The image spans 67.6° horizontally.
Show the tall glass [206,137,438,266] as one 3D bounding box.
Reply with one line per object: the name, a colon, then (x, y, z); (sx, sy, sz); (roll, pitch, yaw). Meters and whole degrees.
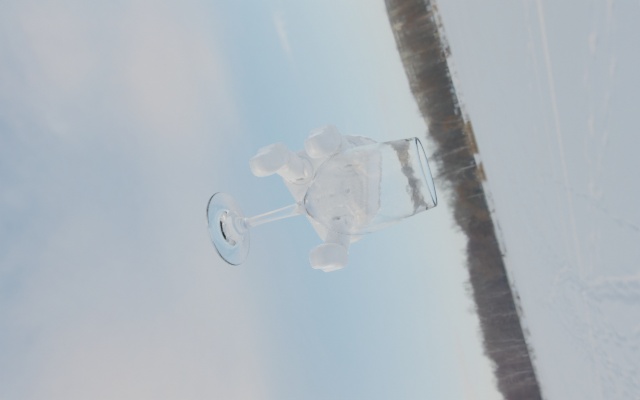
tall glass: (-0.001, 0.002, 0.437); (0.201, 0.079, 0.079); (-16, -5, 19)
